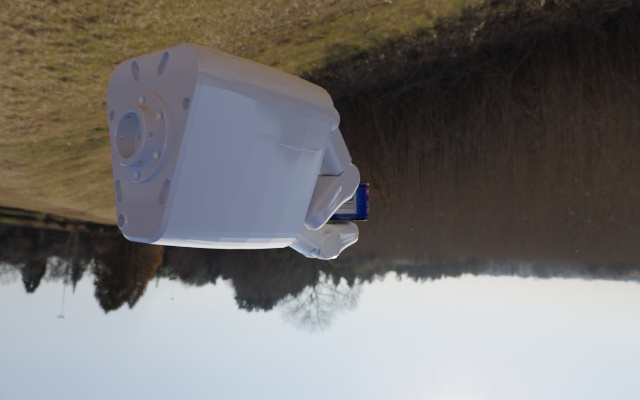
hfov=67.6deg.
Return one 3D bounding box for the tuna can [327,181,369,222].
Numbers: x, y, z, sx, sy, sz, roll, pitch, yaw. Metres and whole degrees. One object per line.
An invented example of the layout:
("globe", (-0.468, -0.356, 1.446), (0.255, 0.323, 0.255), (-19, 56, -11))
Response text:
("tuna can", (0.000, 0.002, 0.419), (0.086, 0.034, 0.086), (-1, -1, 0))
